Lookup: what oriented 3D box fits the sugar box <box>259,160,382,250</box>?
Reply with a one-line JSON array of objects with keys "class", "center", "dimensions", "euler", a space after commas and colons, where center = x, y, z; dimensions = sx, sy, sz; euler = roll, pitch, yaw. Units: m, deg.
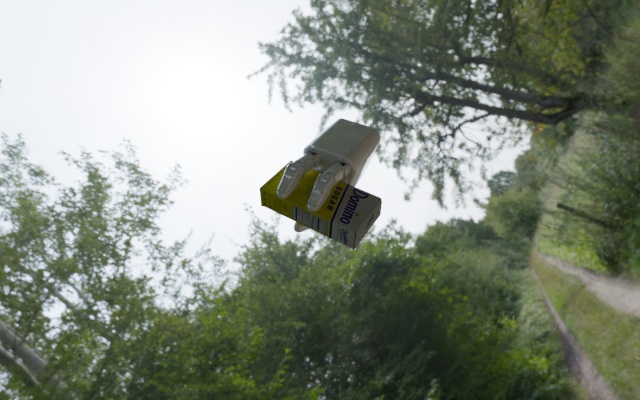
[{"class": "sugar box", "center": [0.000, 0.002, 0.761], "dimensions": [0.176, 0.048, 0.093], "euler": [21, 46, 23]}]
